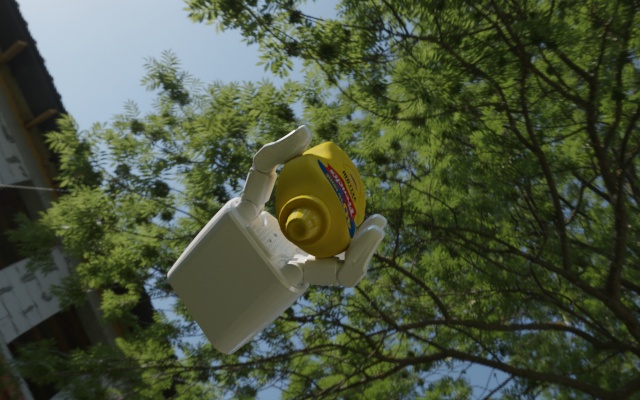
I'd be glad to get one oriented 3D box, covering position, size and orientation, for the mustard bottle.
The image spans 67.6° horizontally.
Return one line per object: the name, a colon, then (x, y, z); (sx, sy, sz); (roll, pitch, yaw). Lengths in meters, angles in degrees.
mustard bottle: (0.000, 0.001, 0.450); (0.058, 0.096, 0.191); (-20, 8, 15)
